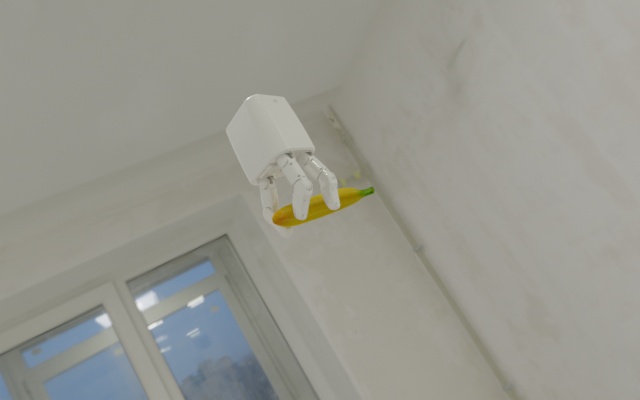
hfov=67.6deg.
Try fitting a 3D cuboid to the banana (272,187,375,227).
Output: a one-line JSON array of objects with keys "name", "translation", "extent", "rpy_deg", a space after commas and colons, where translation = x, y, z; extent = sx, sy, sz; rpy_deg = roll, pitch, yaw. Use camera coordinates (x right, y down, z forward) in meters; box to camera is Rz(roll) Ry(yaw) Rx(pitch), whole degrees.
[{"name": "banana", "translation": [-0.005, 0.008, 0.783], "extent": [0.198, 0.037, 0.070], "rpy_deg": [-19, -11, -33]}]
